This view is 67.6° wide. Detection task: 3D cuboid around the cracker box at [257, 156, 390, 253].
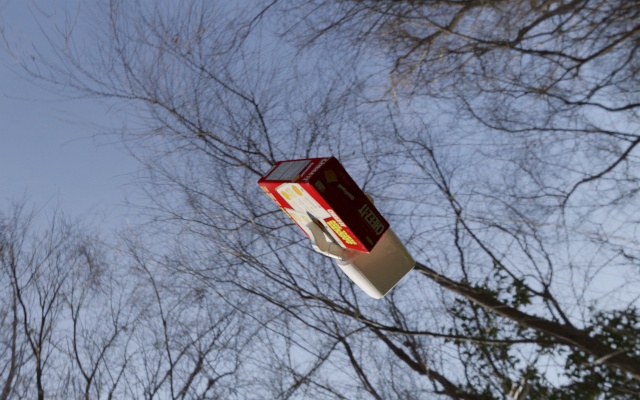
[{"bbox_3d":[0.000,0.003,0.847,0.164,0.072,0.213,49,-20,-22],"label":"cracker box"}]
